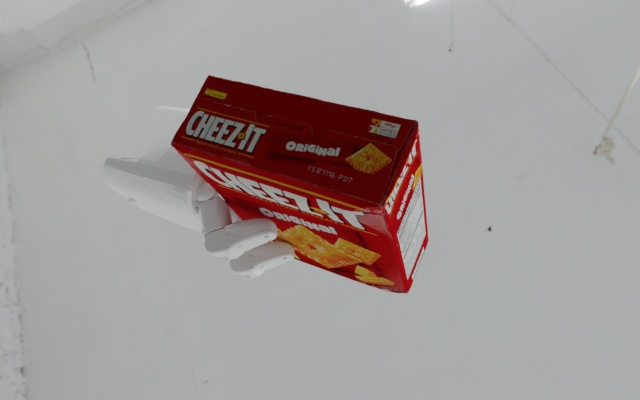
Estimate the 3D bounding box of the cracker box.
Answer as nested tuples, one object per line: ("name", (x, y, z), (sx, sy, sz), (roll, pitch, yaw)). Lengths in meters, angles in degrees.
("cracker box", (0.000, 0.001, 0.405), (0.164, 0.072, 0.214), (16, -19, 21))
